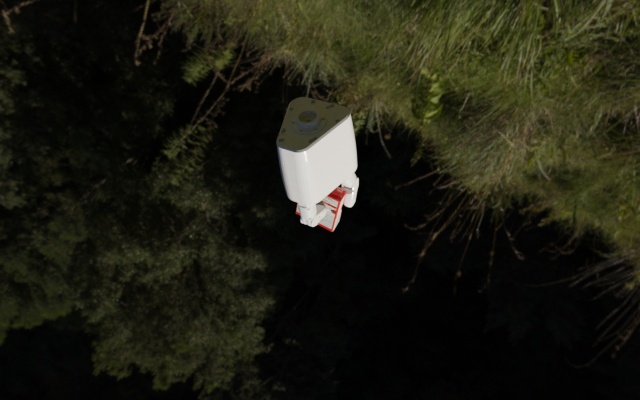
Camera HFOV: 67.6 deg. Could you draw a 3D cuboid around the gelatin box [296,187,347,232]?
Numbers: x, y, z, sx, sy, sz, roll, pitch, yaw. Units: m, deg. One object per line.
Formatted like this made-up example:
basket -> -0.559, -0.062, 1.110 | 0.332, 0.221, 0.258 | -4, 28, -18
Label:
gelatin box -> 0.000, 0.003, 0.790 | 0.073, 0.030, 0.089 | 26, -37, 11
